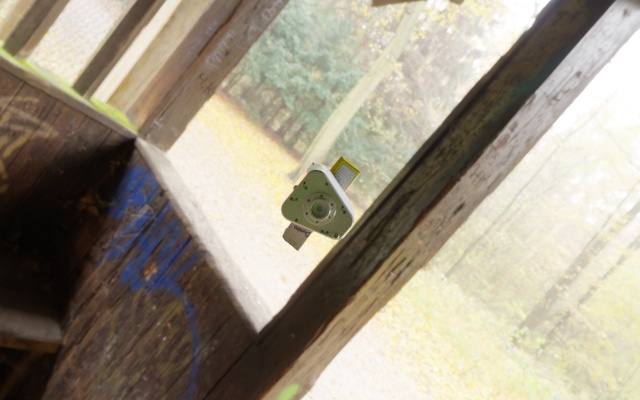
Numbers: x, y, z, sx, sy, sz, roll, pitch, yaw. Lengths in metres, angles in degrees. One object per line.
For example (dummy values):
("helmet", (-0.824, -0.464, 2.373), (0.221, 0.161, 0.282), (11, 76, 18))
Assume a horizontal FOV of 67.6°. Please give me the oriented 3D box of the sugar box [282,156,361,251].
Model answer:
("sugar box", (0.000, 0.002, 0.860), (0.048, 0.176, 0.093), (40, 6, -4))
